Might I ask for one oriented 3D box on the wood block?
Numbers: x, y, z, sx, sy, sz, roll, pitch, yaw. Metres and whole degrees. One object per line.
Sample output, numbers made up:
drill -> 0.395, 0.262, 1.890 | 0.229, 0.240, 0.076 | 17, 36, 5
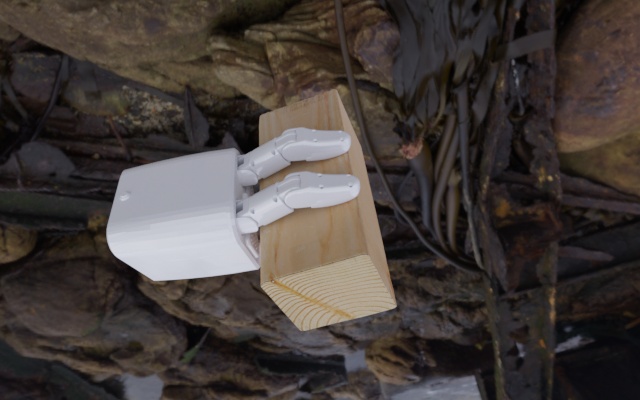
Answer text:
wood block -> 0.000, 0.002, 0.451 | 0.090, 0.206, 0.091 | -17, -43, 11
